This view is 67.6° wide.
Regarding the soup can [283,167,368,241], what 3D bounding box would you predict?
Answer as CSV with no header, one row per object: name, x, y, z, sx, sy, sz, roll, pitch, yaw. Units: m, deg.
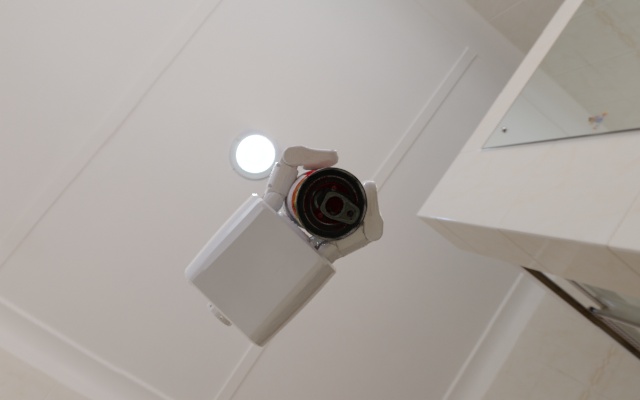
soup can,0.000,0.001,0.485,0.068,0.068,0.102,0,2,-12
